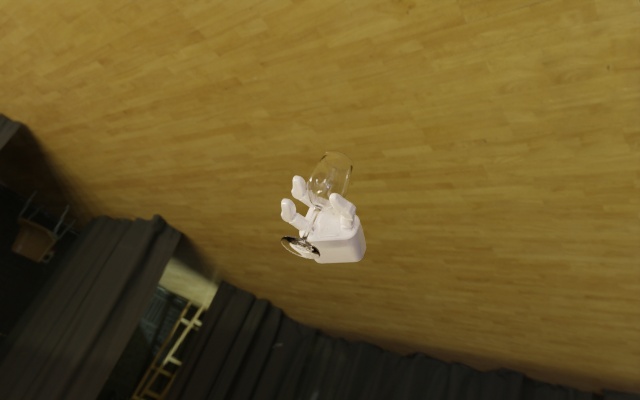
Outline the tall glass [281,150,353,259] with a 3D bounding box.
[{"bbox_3d":[0.000,0.003,0.880,0.079,0.201,0.079,18,-28,10],"label":"tall glass"}]
